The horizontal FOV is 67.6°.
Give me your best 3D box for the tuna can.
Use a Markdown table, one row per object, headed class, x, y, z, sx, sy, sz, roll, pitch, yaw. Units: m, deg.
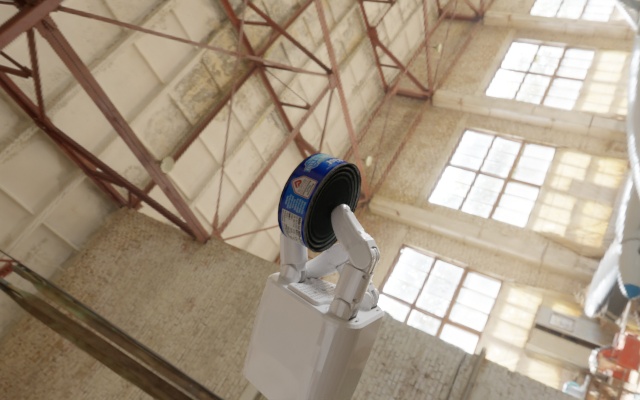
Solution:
| class | x | y | z | sx | sy | sz | roll | pitch | yaw |
| --- | --- | --- | --- | --- | --- | --- | --- | --- | --- |
| tuna can | 0.000 | 0.001 | 0.431 | 0.033 | 0.086 | 0.086 | 25 | 12 | 28 |
